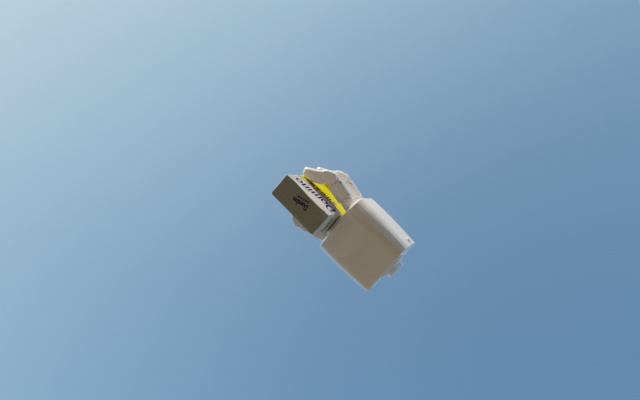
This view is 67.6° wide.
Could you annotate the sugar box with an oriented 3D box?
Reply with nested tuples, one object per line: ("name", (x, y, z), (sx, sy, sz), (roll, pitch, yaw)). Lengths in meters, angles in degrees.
("sugar box", (0.001, 0.002, 0.783), (0.093, 0.048, 0.176), (45, 14, 14))
